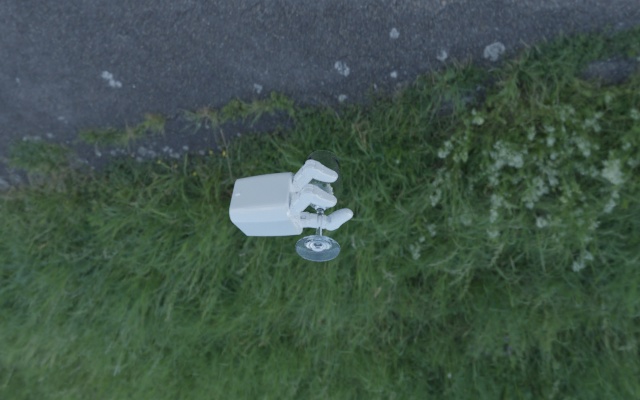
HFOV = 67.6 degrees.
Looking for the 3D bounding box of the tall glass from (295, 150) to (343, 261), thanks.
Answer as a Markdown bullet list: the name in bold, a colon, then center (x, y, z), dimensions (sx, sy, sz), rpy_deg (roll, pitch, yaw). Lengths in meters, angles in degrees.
- **tall glass**: center (0.000, 0.003, 0.846), dimensions (0.079, 0.200, 0.079), rpy_deg (2, -39, 2)
